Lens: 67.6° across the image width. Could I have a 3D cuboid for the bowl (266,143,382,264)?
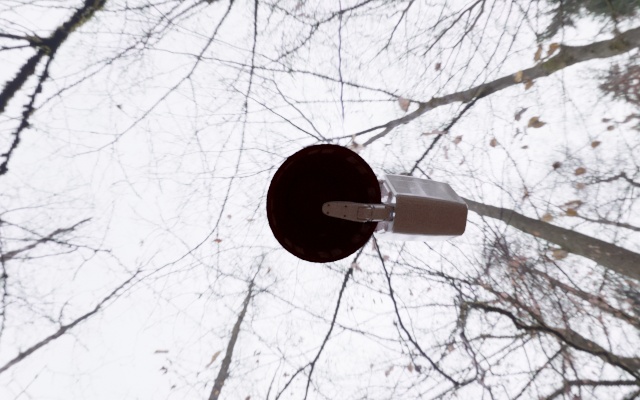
[{"bbox_3d":[-0.001,0.002,0.659,0.162,0.162,0.055,0,8,-16],"label":"bowl"}]
